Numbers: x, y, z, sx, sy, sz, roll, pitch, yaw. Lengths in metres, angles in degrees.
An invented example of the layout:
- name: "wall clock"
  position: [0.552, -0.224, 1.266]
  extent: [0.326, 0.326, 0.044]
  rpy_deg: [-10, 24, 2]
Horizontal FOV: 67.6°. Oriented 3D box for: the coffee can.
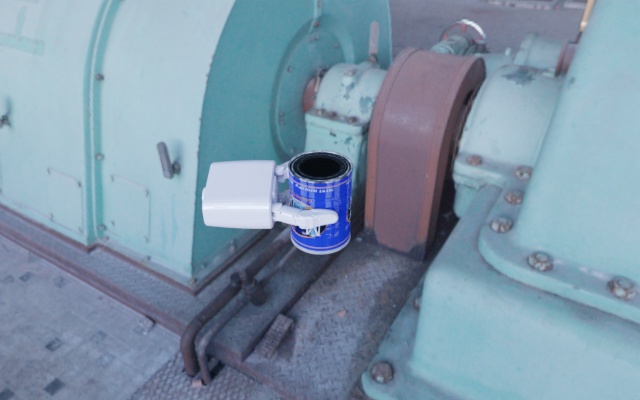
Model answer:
- name: "coffee can"
  position: [0.000, 0.003, 0.784]
  extent: [0.103, 0.140, 0.102]
  rpy_deg: [0, 33, 0]
